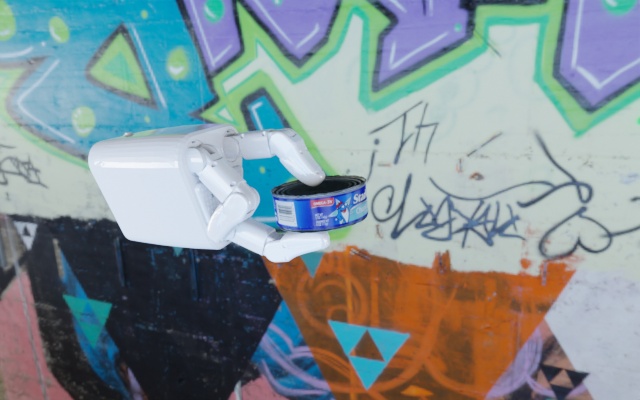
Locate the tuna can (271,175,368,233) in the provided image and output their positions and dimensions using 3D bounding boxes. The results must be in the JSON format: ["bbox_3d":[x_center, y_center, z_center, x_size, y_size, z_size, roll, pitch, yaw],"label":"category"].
[{"bbox_3d":[0.000,0.002,0.431,0.086,0.034,0.086,-7,12,1],"label":"tuna can"}]
